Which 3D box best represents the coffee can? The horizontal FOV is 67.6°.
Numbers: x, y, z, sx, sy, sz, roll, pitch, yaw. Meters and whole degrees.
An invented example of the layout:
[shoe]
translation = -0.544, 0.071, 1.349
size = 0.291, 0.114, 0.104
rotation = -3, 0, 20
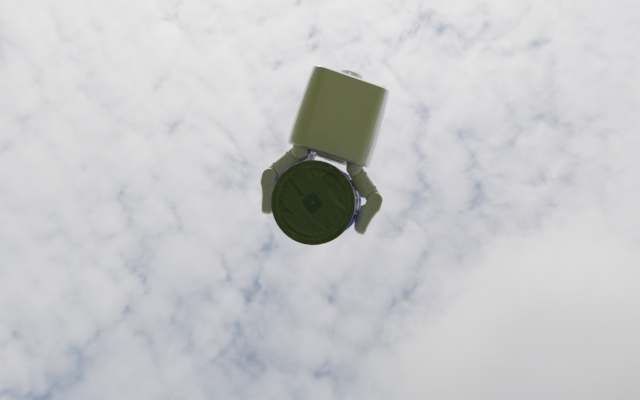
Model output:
[coffee can]
translation = 0.000, 0.002, 0.639
size = 0.103, 0.103, 0.140
rotation = 0, 0, 8
